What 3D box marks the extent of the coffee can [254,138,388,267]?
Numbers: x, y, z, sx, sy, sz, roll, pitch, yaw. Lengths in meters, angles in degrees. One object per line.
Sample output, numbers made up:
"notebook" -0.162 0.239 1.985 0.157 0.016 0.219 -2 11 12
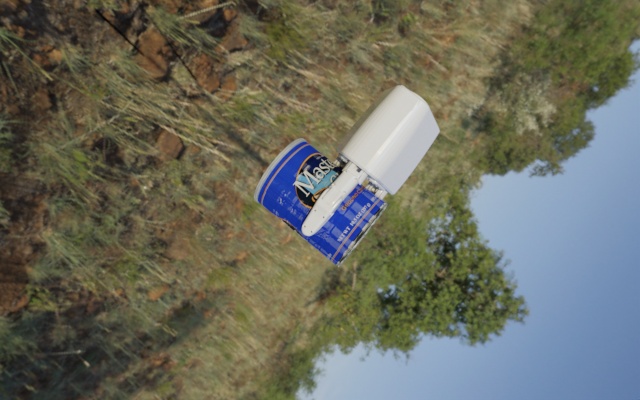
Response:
"coffee can" 0.000 0.002 0.615 0.140 0.103 0.103 38 7 9
